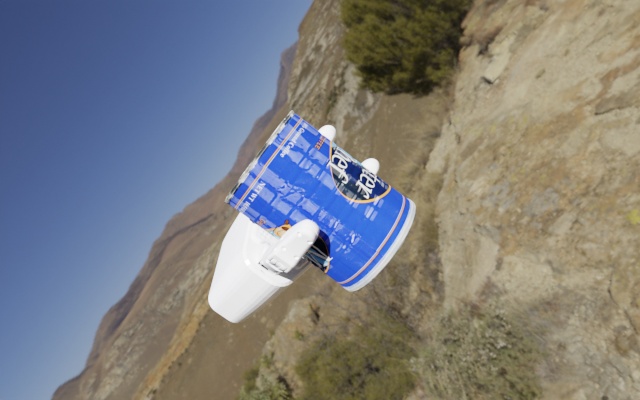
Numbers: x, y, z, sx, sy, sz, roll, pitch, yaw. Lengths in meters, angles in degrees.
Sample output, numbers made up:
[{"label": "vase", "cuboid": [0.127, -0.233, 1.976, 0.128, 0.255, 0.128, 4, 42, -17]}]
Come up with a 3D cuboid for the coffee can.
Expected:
[{"label": "coffee can", "cuboid": [0.000, 0.001, 0.436, 0.140, 0.103, 0.103, 37, -6, -7]}]
